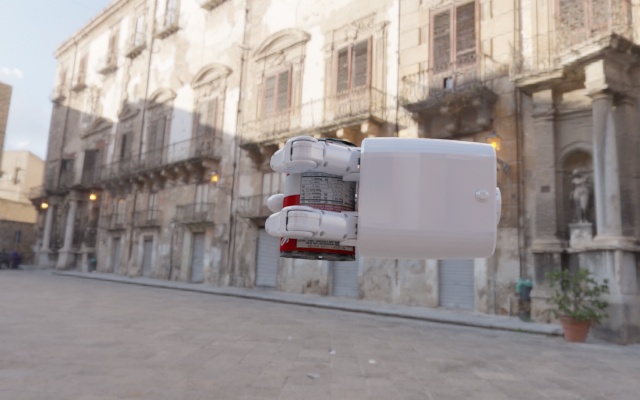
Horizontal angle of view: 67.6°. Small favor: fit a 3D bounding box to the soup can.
[{"bbox_3d":[0.000,0.001,0.429,0.068,0.102,0.068,3,-9,1],"label":"soup can"}]
